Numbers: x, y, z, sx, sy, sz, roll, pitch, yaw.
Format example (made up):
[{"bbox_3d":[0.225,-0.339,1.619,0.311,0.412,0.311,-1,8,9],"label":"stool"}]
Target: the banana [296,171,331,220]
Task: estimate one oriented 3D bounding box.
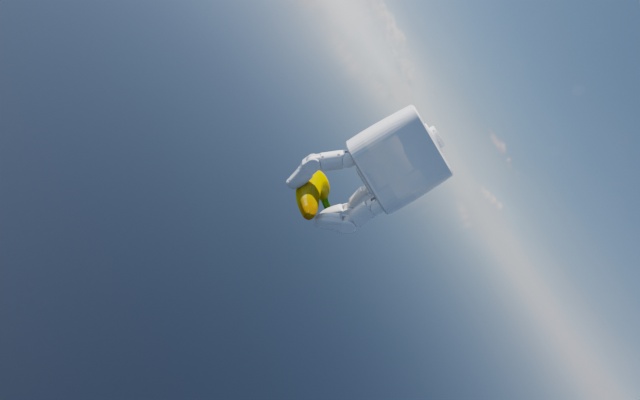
[{"bbox_3d":[-0.008,-0.014,0.734,0.037,0.069,0.198,-28,-1,11],"label":"banana"}]
